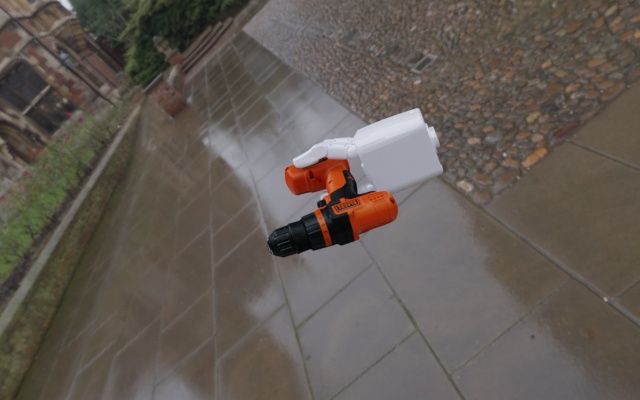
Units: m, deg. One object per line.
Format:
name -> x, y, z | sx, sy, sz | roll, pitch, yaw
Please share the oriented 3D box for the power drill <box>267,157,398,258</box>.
power drill -> 0.000, 0.002, 0.706 | 0.184, 0.057, 0.187 | -17, 34, -6
